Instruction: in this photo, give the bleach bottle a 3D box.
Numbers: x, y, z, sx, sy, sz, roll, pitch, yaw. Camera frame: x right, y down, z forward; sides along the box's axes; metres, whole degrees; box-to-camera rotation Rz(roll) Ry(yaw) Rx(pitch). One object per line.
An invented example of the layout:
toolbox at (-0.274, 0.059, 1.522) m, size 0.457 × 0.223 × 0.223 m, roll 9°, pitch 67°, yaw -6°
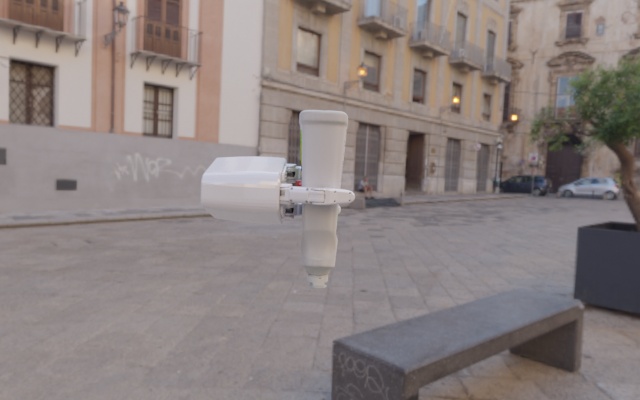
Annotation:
bleach bottle at (0.000, 0.002, 0.687) m, size 0.068 × 0.251 × 0.102 m, roll 3°, pitch 4°, yaw 2°
